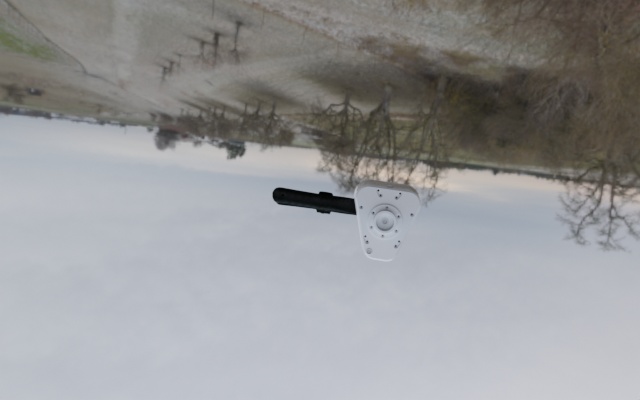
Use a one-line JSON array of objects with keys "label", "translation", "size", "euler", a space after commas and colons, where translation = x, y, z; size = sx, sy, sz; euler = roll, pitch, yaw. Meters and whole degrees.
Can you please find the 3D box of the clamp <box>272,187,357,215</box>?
[{"label": "clamp", "translation": [0.000, 0.003, 0.779], "size": [0.171, 0.039, 0.120], "euler": [5, 3, 6]}]
